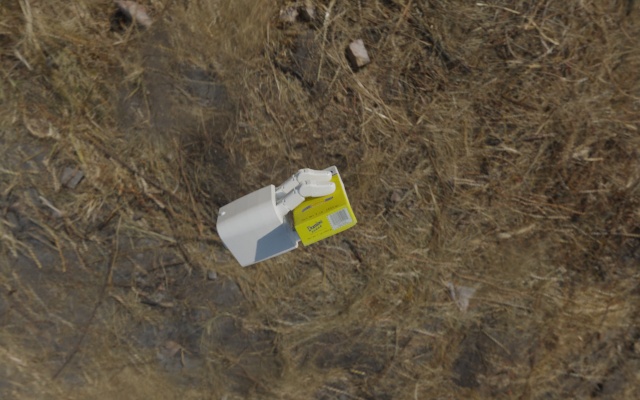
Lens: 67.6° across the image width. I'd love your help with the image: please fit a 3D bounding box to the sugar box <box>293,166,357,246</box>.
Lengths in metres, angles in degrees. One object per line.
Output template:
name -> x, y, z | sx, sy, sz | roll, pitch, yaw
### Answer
sugar box -> 0.000, 0.002, 0.815 | 0.093, 0.048, 0.176 | -23, 27, 4
